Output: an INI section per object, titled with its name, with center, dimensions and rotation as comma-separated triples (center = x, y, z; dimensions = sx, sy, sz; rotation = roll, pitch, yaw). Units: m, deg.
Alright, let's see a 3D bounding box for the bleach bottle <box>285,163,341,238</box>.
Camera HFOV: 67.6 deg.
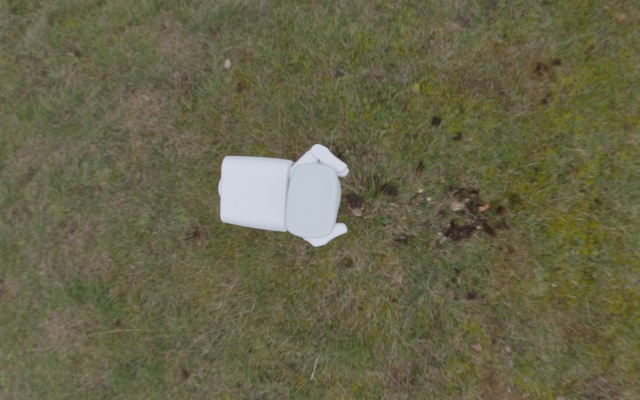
[bleach bottle]
center = 0.000, 0.002, 0.744
dimensions = 0.068, 0.102, 0.251
rotation = 6, -1, 6
